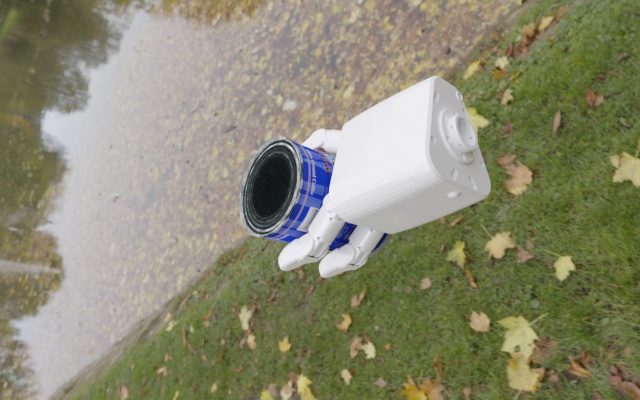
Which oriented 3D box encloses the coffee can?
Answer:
[{"bbox_3d":[0.000,0.002,0.513,0.140,0.103,0.103,17,-11,-39],"label":"coffee can"}]
